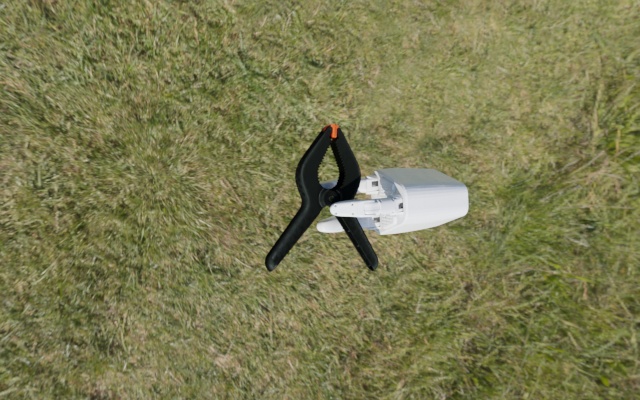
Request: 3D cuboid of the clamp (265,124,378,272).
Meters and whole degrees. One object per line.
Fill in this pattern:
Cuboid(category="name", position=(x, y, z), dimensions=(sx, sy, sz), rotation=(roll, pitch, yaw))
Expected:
Cuboid(category="clamp", position=(0.001, 0.002, 0.652), dimensions=(0.164, 0.210, 0.036), rotation=(-5, 4, -21))
